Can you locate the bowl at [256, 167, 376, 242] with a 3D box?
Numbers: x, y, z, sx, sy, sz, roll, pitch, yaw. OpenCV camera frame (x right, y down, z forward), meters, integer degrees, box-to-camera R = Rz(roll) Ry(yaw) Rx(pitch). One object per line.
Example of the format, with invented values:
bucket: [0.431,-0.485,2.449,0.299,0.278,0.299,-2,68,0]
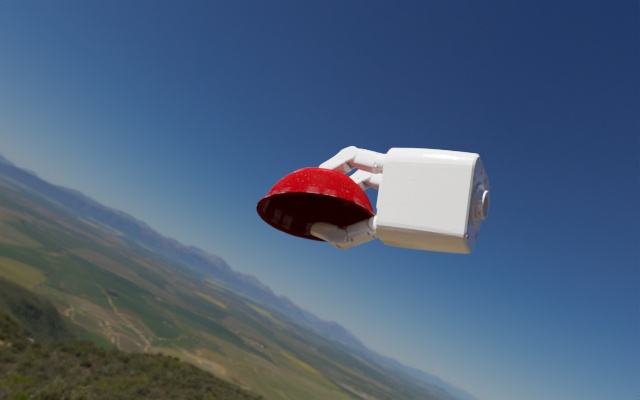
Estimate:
bowl: [-0.001,0.002,0.630,0.162,0.055,0.162,7,-24,3]
